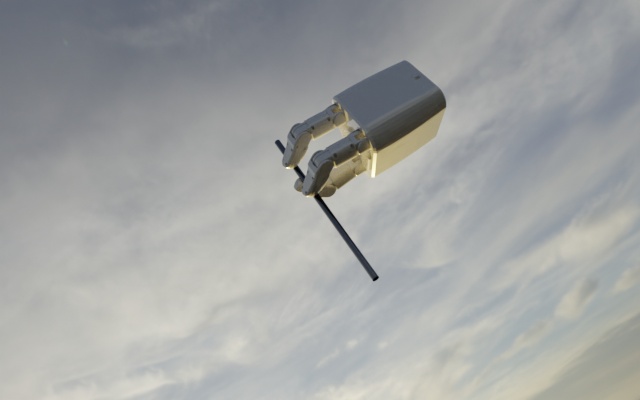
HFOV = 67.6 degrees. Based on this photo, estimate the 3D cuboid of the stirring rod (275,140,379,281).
[{"bbox_3d":[0.000,0.002,0.564,0.011,0.011,0.239,0,41,-40],"label":"stirring rod"}]
